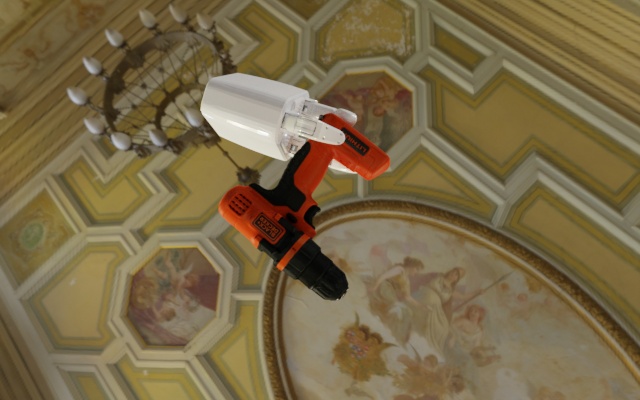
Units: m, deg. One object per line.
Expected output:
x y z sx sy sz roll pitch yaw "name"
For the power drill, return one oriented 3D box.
0.000 0.001 0.579 0.184 0.187 0.057 40 -14 3 "power drill"
